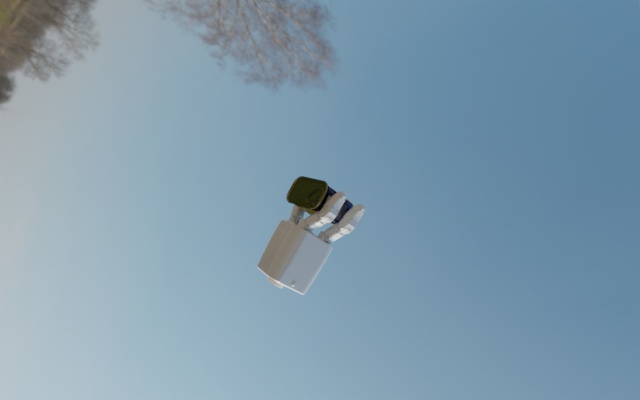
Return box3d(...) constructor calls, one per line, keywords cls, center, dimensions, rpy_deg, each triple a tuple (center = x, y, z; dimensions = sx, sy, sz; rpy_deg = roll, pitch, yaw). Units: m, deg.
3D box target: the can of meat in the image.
box3d(cls="can of meat", center=(0.000, 0.003, 0.897), dimensions=(0.084, 0.057, 0.102), rpy_deg=(35, -13, -37))
